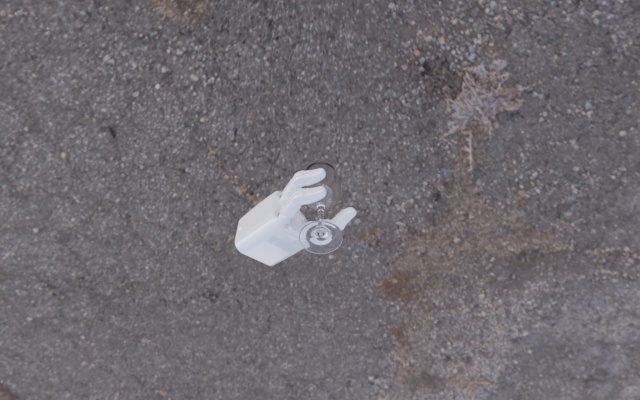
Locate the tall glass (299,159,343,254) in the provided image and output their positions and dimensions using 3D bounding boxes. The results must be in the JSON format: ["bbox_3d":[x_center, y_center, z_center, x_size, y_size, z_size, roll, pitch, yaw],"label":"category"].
[{"bbox_3d":[0.000,0.003,0.882,0.079,0.079,0.200,0,38,0],"label":"tall glass"}]
